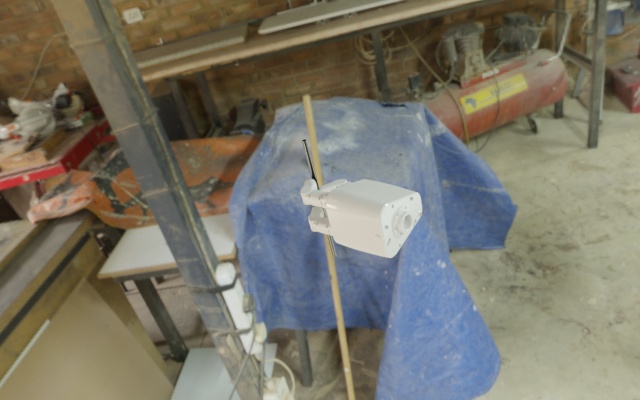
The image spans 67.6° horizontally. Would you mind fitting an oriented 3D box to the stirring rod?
[{"bbox_3d":[0.000,0.003,0.843,0.011,0.240,0.011,-11,29,6],"label":"stirring rod"}]
